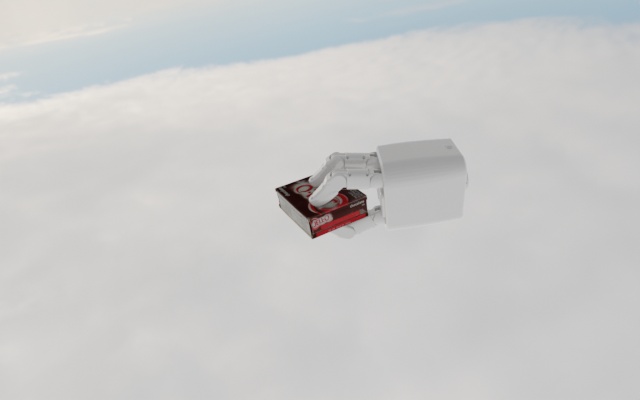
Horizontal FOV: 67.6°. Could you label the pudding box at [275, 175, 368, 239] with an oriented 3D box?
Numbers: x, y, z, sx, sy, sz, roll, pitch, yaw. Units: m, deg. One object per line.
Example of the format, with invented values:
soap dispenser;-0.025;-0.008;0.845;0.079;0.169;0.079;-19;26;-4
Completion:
pudding box;0.000;0.002;0.670;0.090;0.039;0.113;-20;29;-21
